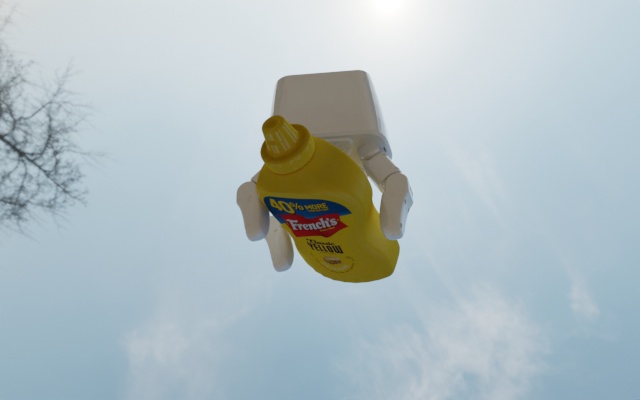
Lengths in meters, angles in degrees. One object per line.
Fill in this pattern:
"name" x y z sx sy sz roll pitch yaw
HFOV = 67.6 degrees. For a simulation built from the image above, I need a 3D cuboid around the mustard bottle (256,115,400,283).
"mustard bottle" 0.000 0.002 0.407 0.096 0.058 0.192 5 -34 29
